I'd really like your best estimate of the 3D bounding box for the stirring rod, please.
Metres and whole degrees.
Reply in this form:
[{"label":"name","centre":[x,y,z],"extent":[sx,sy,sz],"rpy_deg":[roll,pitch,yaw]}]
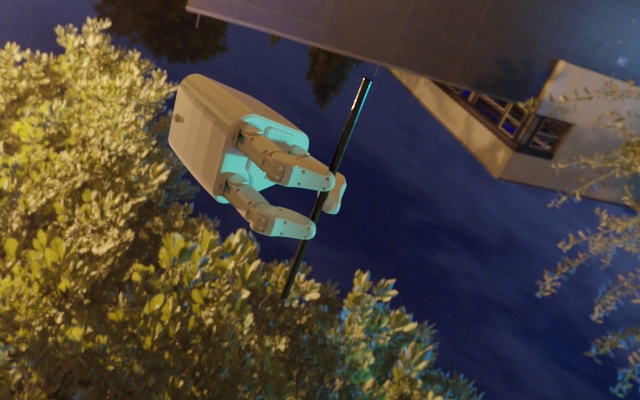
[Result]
[{"label":"stirring rod","centre":[0.000,0.001,0.443],"extent":[0.011,0.240,0.011],"rpy_deg":[16,28,-9]}]
